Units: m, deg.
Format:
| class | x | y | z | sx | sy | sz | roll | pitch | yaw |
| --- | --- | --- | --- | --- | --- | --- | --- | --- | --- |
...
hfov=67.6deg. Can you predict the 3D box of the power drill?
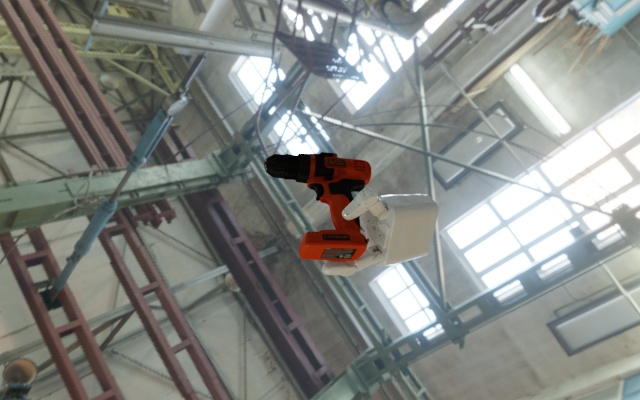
| class | x | y | z | sx | sy | sz | roll | pitch | yaw |
| --- | --- | --- | --- | --- | --- | --- | --- | --- | --- |
| power drill | 0.000 | 0.003 | 0.777 | 0.184 | 0.187 | 0.057 | 3 | -32 | -10 |
